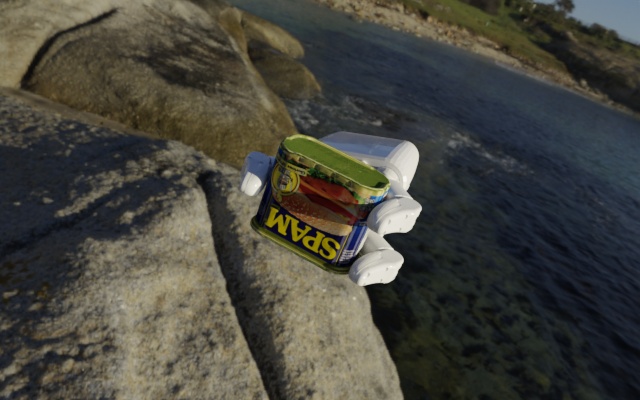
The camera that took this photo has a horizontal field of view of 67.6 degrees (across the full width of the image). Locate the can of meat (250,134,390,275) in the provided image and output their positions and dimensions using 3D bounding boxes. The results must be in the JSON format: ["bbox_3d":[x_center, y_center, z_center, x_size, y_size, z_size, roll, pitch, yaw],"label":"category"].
[{"bbox_3d":[0.000,0.001,0.413,0.102,0.084,0.057,27,26,12],"label":"can of meat"}]
